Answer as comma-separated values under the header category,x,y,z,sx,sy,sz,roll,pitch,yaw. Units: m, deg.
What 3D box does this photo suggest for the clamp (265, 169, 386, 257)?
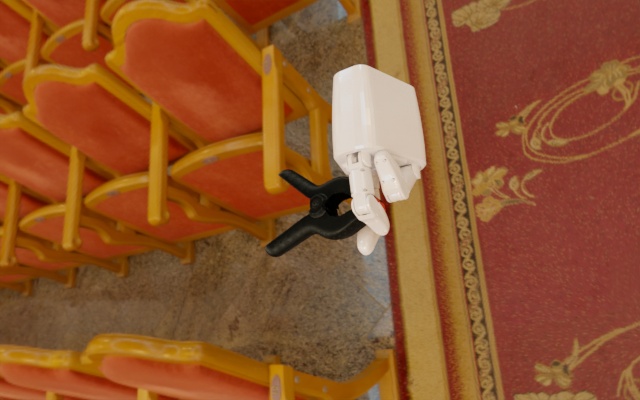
category,x,y,z,sx,sy,sz,roll,pitch,yaw
clamp,0.000,0.002,0.600,0.171,0.120,0.039,-14,-21,32
